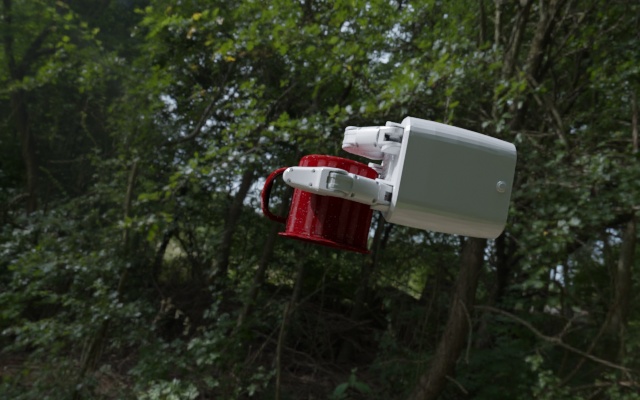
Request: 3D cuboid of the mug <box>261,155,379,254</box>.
[{"bbox_3d":[-0.001,0.001,0.473,0.117,0.081,0.093,12,-7,-4],"label":"mug"}]
